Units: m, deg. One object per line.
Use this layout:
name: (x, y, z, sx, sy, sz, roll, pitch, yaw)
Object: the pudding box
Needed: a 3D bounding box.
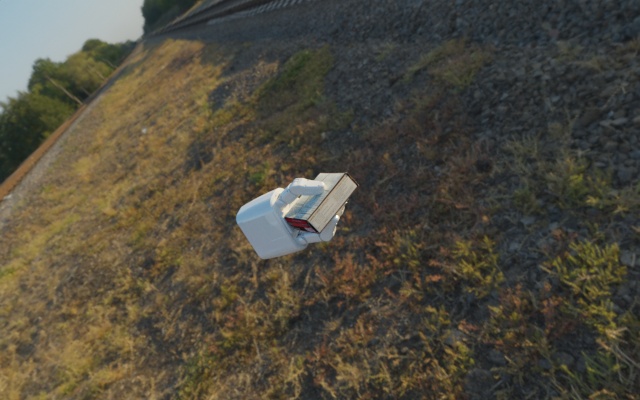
pudding box: (0.000, 0.003, 0.815, 0.039, 0.113, 0.090, 46, -18, -24)
